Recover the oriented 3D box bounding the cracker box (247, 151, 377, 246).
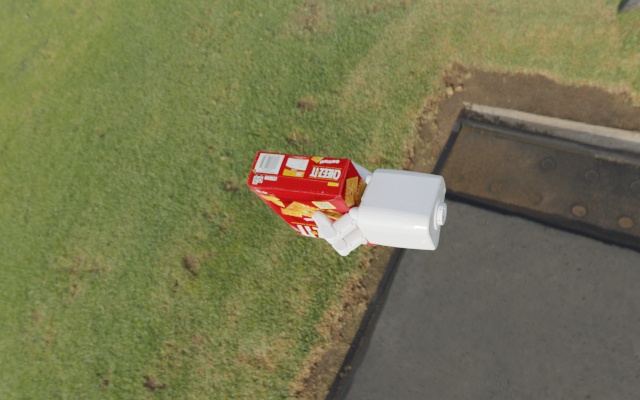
[{"bbox_3d":[0.000,0.002,0.802,0.164,0.072,0.214,7,-22,25],"label":"cracker box"}]
